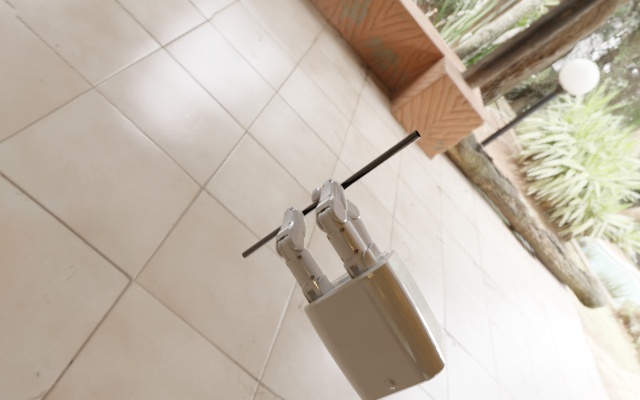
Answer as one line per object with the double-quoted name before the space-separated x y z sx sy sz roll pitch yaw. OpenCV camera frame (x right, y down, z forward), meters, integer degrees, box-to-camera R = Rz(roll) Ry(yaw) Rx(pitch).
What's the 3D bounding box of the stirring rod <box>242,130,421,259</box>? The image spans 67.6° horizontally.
"stirring rod" 0.000 0.002 0.479 0.239 0.011 0.011 -35 -19 30
